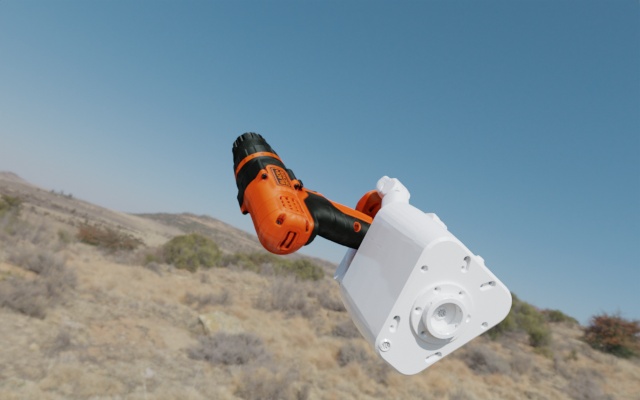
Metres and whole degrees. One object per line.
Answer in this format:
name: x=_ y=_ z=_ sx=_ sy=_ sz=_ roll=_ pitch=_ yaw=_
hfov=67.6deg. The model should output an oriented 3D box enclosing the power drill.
power drill: x=0.001 y=0.002 z=0.503 sx=0.188 sy=0.057 sz=0.184 roll=16 pitch=28 yaw=-29
